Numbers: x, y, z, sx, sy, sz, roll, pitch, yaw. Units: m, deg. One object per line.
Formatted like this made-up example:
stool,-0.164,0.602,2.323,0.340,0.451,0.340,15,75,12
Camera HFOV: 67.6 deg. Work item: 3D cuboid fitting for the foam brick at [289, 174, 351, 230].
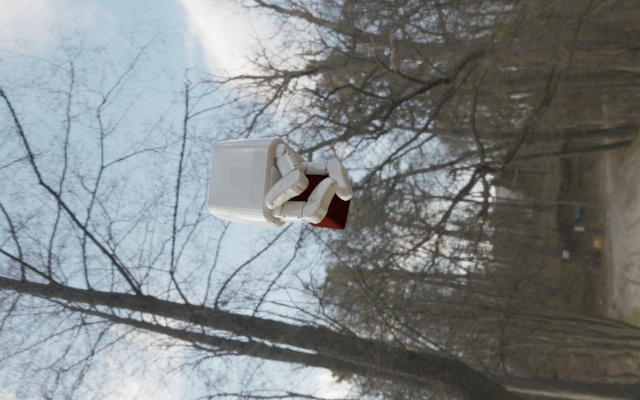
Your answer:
foam brick,0.000,0.002,0.659,0.051,0.053,0.078,3,-20,32
